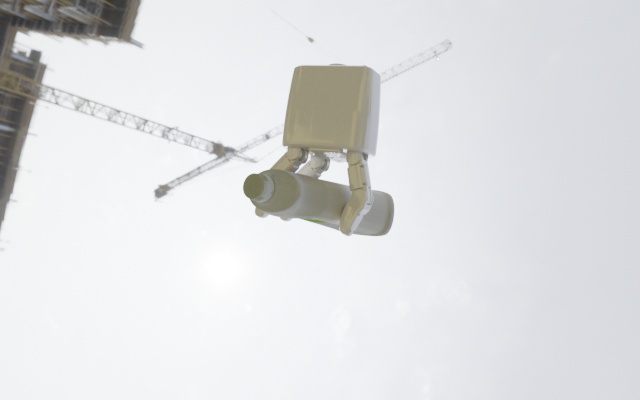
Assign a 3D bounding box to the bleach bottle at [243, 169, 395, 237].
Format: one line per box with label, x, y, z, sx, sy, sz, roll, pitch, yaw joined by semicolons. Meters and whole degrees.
bleach bottle;0.000;0.002;0.607;0.102;0.068;0.251;3;-6;31
